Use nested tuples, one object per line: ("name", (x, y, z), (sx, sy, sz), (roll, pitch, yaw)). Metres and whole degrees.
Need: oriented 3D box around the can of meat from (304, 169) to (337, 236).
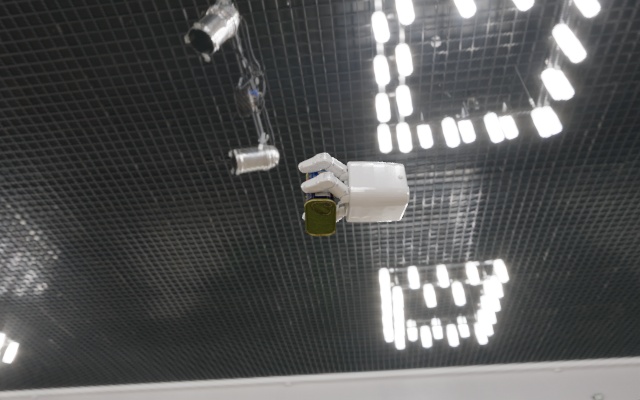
("can of meat", (0.000, 0.003, 0.893), (0.057, 0.083, 0.102), (-1, -42, 1))
